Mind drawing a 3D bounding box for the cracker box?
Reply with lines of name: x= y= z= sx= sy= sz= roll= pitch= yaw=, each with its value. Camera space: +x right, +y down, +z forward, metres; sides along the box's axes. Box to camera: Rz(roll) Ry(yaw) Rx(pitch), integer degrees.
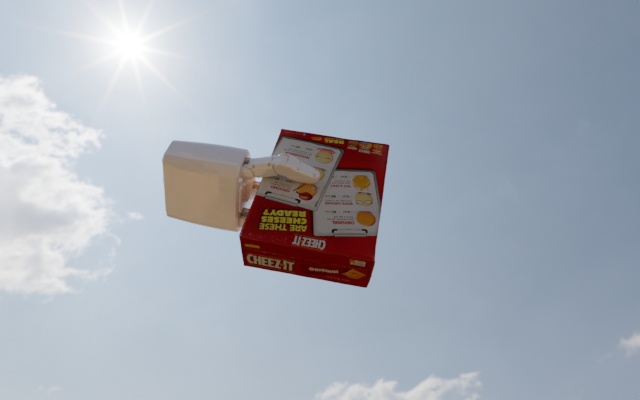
cracker box: x=0.000 y=0.002 z=0.649 sx=0.164 sy=0.213 sz=0.072 roll=9 pitch=-43 yaw=5
